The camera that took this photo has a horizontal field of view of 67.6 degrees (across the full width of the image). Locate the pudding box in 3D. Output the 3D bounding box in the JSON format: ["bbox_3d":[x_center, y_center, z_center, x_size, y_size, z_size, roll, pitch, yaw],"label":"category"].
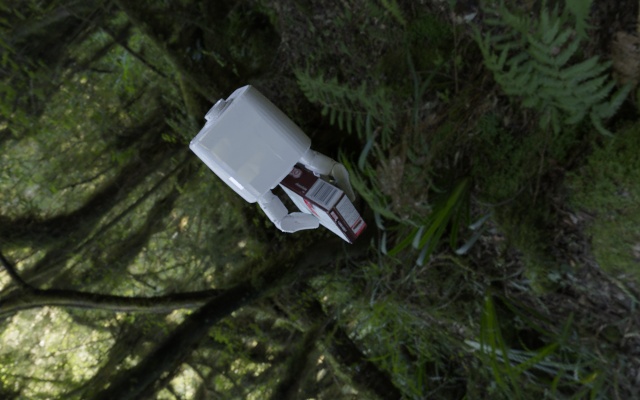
[{"bbox_3d":[0.000,0.002,0.653,0.113,0.039,0.090,33,-12,39],"label":"pudding box"}]
